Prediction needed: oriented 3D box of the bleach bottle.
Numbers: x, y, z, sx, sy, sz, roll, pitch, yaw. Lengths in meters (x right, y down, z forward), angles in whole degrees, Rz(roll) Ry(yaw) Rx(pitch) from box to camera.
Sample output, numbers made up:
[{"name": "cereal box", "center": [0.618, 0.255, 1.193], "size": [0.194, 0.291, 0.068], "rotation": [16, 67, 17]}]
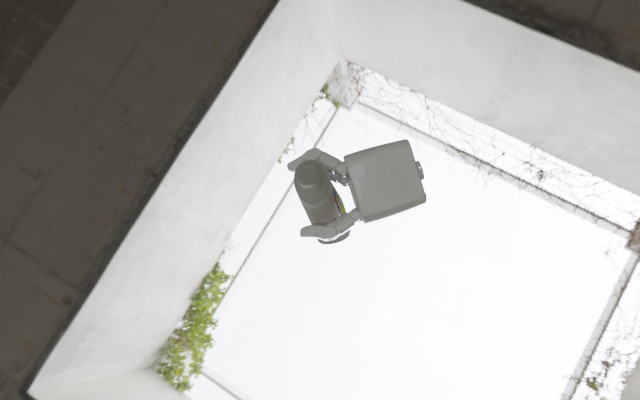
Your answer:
[{"name": "bleach bottle", "center": [0.000, 0.002, 0.776], "size": [0.068, 0.102, 0.251], "rotation": [-15, -15, 4]}]
